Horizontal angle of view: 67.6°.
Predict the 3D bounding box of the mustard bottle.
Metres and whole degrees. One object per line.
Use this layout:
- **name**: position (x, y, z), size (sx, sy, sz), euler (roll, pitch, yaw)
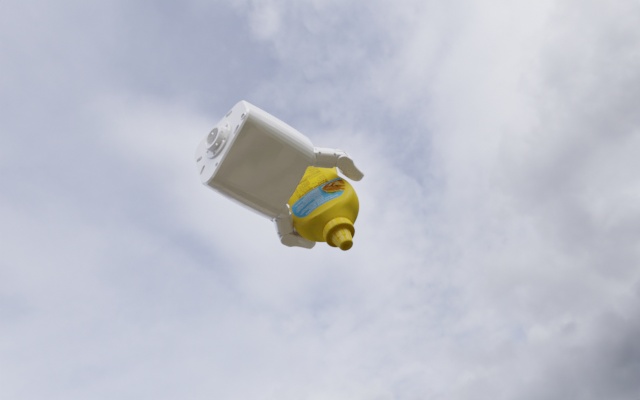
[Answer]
- **mustard bottle**: position (0.000, 0.002, 0.658), size (0.096, 0.058, 0.191), euler (-30, 40, -1)
